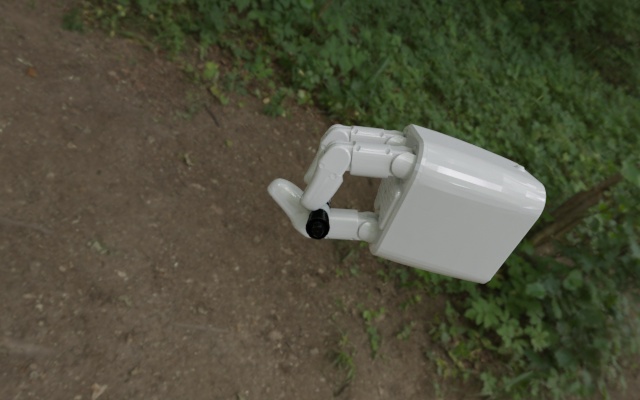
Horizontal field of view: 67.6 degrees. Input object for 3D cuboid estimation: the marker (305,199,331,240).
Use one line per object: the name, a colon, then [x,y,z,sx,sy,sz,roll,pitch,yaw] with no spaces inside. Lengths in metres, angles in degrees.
marker: [0.000,0.001,0.414,0.020,0.020,0.121,0,22,2]
